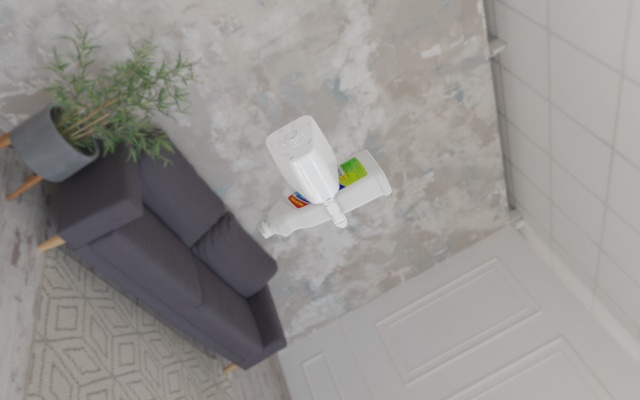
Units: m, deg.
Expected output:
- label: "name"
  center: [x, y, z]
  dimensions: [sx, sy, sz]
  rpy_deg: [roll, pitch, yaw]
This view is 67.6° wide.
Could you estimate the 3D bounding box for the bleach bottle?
- label: "bleach bottle"
  center: [0.000, 0.003, 0.899]
  dimensions: [0.251, 0.068, 0.102]
  rpy_deg: [-30, 41, 2]
